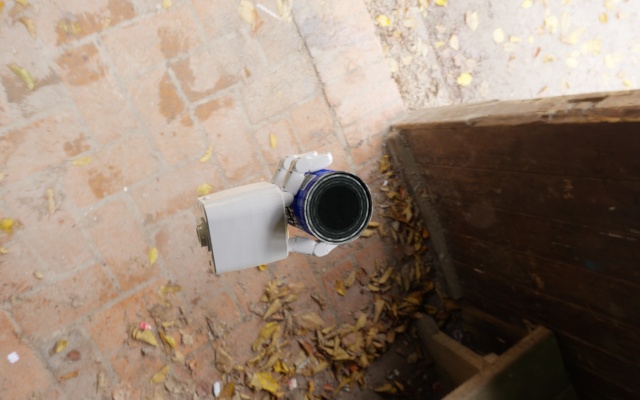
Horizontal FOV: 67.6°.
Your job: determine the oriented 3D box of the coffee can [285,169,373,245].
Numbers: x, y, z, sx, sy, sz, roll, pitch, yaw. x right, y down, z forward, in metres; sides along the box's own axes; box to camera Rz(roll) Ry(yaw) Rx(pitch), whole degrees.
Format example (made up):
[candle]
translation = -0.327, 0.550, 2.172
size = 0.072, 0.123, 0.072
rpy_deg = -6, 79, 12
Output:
[coffee can]
translation = 0.000, 0.002, 0.708
size = 0.103, 0.103, 0.140
rpy_deg = 0, 7, -22
